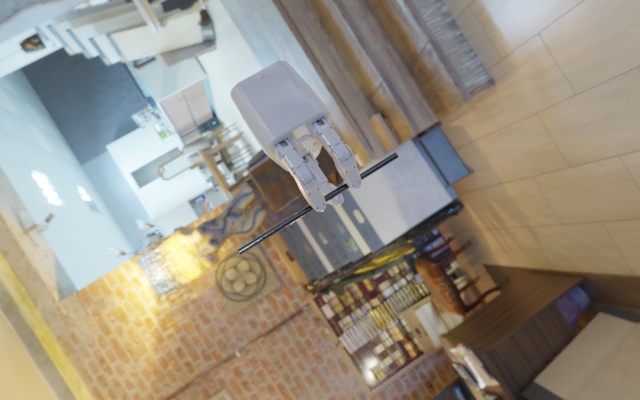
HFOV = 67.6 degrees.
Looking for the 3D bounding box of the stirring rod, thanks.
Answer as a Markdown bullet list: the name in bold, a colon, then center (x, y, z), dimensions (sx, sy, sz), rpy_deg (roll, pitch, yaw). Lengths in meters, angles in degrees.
- **stirring rod**: center (0.000, 0.002, 0.611), dimensions (0.239, 0.011, 0.011), rpy_deg (-32, 6, -10)
